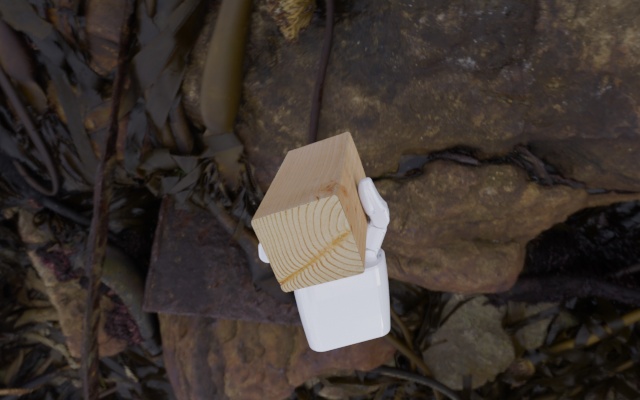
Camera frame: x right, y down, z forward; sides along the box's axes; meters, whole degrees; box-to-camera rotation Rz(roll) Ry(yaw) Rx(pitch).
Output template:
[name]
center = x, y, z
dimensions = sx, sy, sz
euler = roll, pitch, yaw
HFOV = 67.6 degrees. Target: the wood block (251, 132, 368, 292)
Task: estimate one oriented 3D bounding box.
[wood block]
center = 0.000, 0.002, 0.552
dimensions = 0.091, 0.090, 0.206
euler = -16, 22, 13
